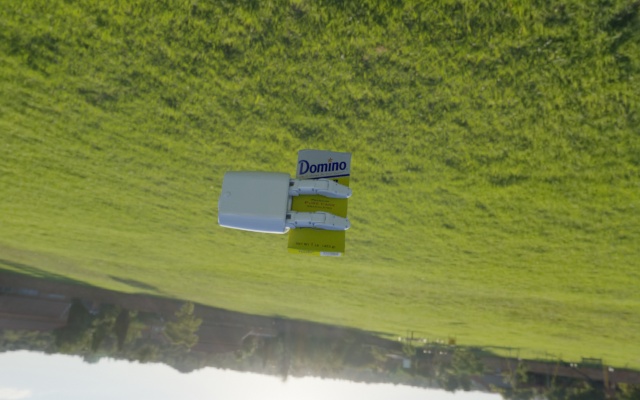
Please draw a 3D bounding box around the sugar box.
[{"bbox_3d":[0.000,0.003,0.794,0.093,0.176,0.048,4,-18,1],"label":"sugar box"}]
